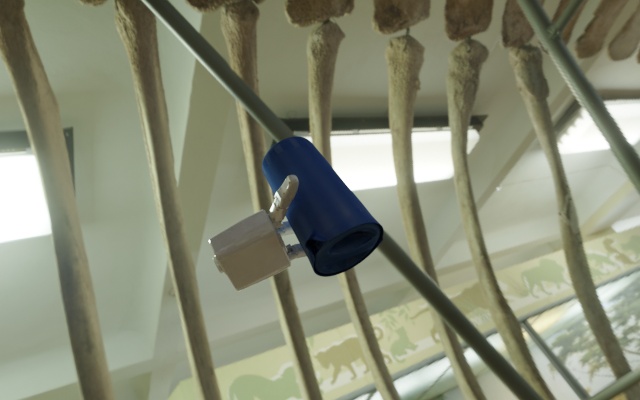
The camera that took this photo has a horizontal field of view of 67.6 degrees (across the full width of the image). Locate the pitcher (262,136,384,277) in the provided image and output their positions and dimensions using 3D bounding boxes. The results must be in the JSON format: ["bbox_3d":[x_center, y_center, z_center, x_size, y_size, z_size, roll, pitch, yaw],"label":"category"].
[{"bbox_3d":[0.000,0.003,0.842,0.145,0.242,0.149,-28,-33,-9],"label":"pitcher"}]
